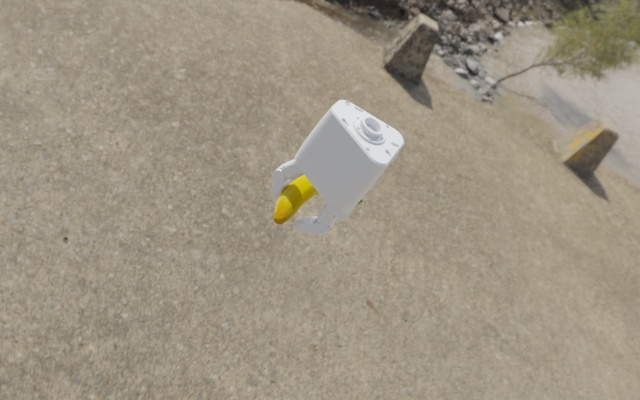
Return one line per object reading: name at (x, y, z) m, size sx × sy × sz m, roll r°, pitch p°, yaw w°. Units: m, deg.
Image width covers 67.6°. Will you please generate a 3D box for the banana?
banana at (-0.006, -0.014, 0.761) m, size 0.198 × 0.069 × 0.037 m, roll -14°, pitch -22°, yaw -44°
